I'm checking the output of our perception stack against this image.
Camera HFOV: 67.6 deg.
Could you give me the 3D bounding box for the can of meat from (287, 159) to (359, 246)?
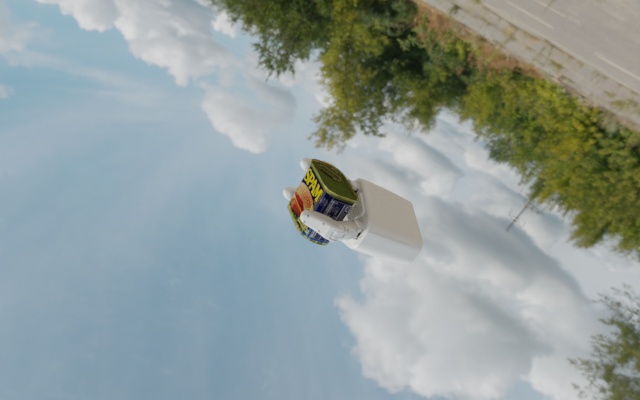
[{"bbox_3d":[0.000,0.003,0.689,0.057,0.084,0.102,19,25,-29],"label":"can of meat"}]
